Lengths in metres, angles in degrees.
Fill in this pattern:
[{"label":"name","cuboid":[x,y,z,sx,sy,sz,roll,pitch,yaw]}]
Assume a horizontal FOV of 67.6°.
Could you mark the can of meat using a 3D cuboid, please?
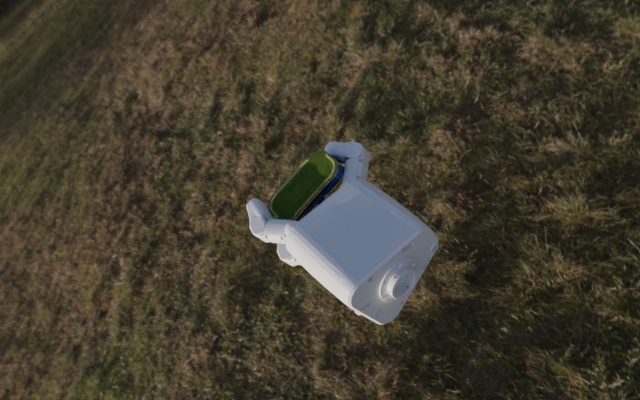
[{"label":"can of meat","cuboid":[0.000,0.002,0.568,0.084,0.102,0.057,40,2,-47]}]
